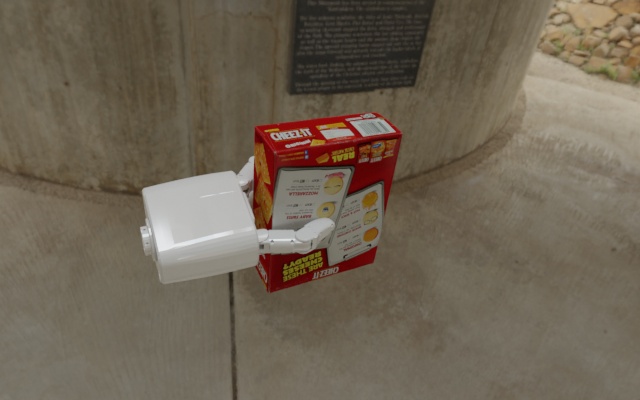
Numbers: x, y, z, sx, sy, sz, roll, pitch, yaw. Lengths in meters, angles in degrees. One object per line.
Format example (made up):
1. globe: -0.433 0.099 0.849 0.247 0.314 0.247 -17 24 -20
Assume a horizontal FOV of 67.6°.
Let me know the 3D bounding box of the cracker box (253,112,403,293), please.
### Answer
1. cracker box: 0.000 0.002 0.607 0.164 0.214 0.072 -12 41 -23
